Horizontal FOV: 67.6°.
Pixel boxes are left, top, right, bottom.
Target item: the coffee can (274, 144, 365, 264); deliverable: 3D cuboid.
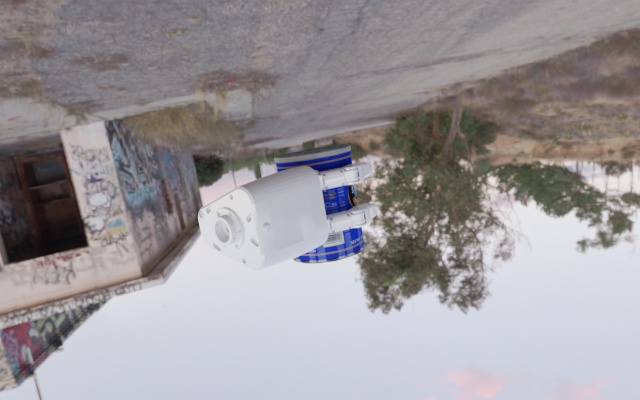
[{"bbox_3d":[0.000,0.002,0.645,0.103,0.140,0.103,-9,9,2],"label":"coffee can"}]
